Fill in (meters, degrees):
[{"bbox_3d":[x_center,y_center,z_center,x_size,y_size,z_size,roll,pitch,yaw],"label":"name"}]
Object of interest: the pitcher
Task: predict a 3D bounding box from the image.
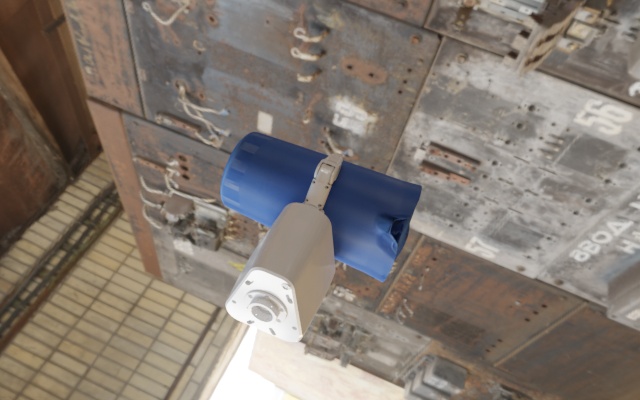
[{"bbox_3d":[0.000,0.002,0.636,0.243,0.149,0.145,22,44,6],"label":"pitcher"}]
